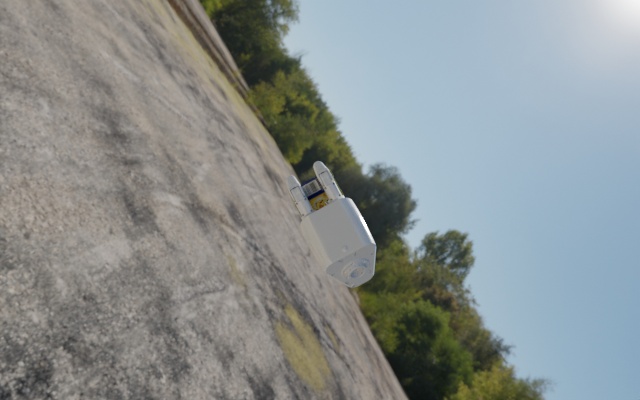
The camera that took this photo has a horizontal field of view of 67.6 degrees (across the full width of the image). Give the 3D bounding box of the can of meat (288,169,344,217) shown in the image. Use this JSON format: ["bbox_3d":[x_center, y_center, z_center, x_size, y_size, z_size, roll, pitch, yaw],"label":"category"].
[{"bbox_3d":[0.000,0.003,0.865,0.084,0.057,0.102,-28,-44,0],"label":"can of meat"}]
